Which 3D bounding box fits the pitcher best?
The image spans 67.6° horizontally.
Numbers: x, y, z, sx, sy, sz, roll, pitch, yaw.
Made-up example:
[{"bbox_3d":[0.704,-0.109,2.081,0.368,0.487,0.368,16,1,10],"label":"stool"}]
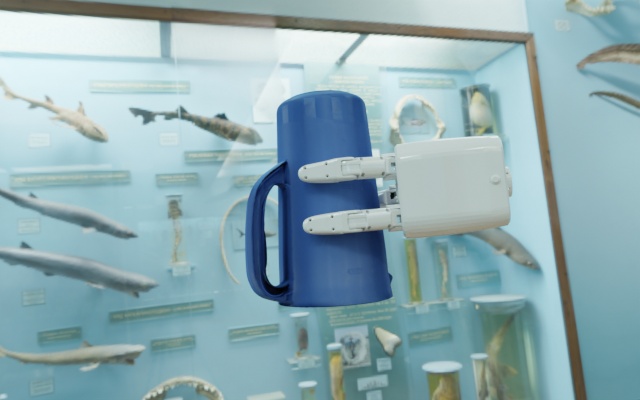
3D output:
[{"bbox_3d":[0.000,0.002,0.558,0.145,0.243,0.149,-6,-6,14],"label":"pitcher"}]
